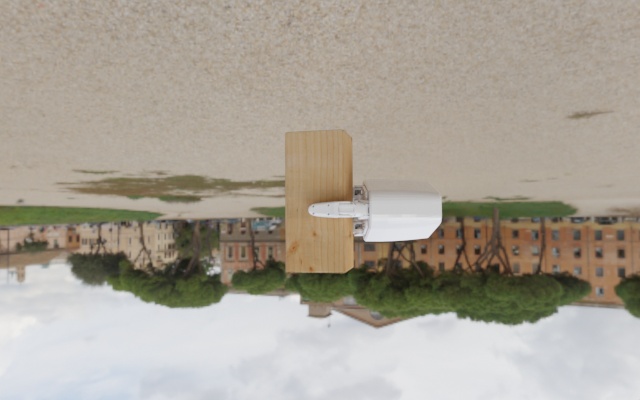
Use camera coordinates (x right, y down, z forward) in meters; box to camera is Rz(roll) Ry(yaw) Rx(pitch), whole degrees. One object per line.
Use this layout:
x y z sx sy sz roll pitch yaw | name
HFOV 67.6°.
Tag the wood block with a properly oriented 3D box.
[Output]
0.000 0.003 0.730 0.090 0.206 0.091 -1 -2 12 | wood block
